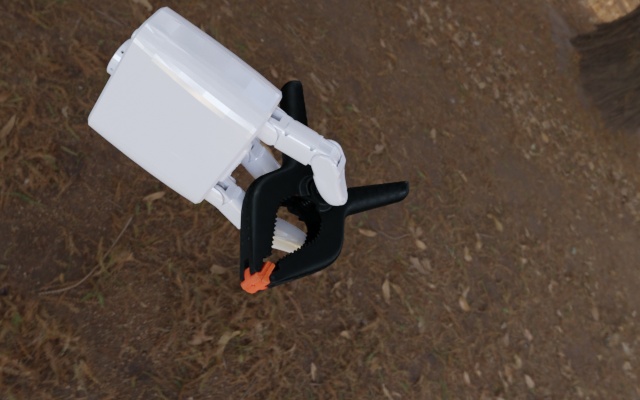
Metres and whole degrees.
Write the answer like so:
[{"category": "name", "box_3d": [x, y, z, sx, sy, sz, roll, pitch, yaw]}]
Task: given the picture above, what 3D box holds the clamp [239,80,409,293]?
[{"category": "clamp", "box_3d": [0.000, 0.001, 0.422, 0.164, 0.209, 0.036, 35, -41, -14]}]
